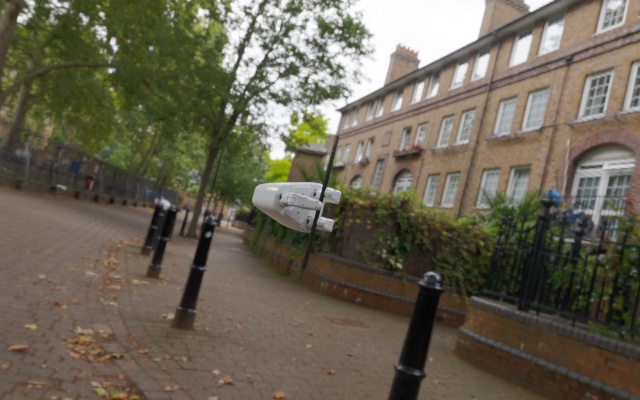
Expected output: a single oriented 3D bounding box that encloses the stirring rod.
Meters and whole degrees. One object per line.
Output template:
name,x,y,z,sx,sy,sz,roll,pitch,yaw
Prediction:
stirring rod,0.000,0.003,0.842,0.011,0.239,0.011,14,-5,1
